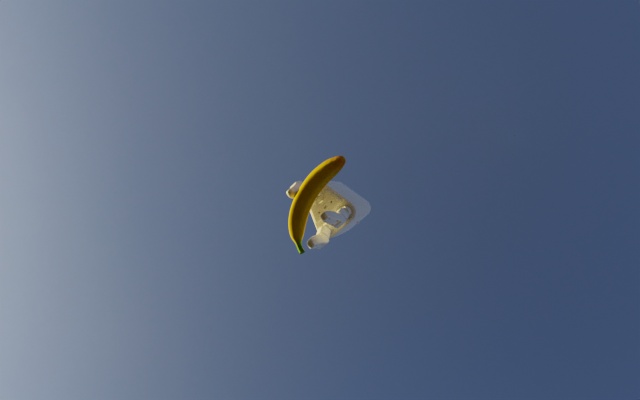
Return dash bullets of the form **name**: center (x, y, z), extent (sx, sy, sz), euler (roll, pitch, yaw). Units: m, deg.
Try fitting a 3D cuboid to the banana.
- **banana**: center (-0.016, -0.002, 0.888), extent (0.069, 0.198, 0.037), euler (30, 15, 26)
